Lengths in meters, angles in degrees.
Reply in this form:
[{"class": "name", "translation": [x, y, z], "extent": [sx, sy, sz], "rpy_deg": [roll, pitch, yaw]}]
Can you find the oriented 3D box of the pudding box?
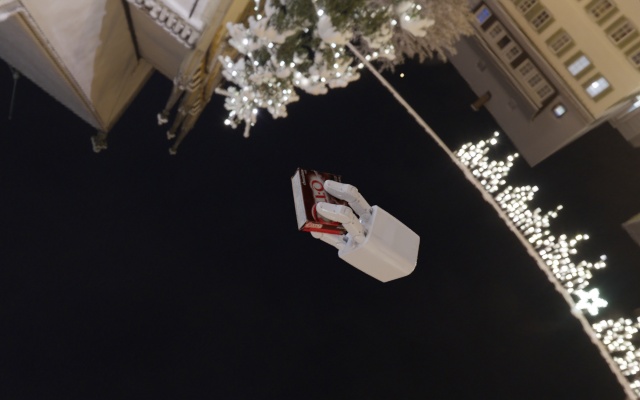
[{"class": "pudding box", "translation": [0.000, 0.003, 0.844], "extent": [0.090, 0.113, 0.039], "rpy_deg": [9, -38, -30]}]
